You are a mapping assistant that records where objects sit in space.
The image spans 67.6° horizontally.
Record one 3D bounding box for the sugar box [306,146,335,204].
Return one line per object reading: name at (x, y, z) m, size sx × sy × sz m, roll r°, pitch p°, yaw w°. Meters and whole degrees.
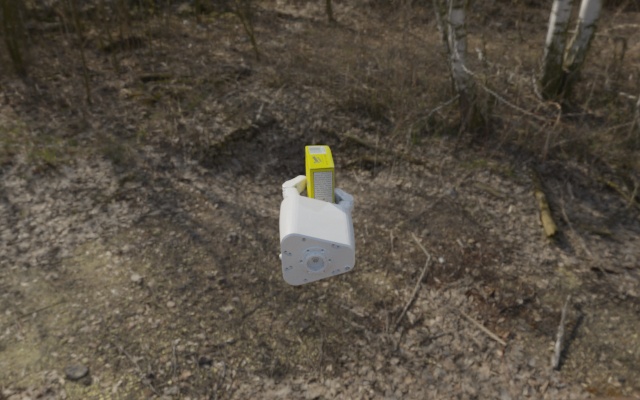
sugar box at (0.000, 0.003, 0.826) m, size 0.048 × 0.176 × 0.093 m, roll -2°, pitch 29°, yaw -5°
